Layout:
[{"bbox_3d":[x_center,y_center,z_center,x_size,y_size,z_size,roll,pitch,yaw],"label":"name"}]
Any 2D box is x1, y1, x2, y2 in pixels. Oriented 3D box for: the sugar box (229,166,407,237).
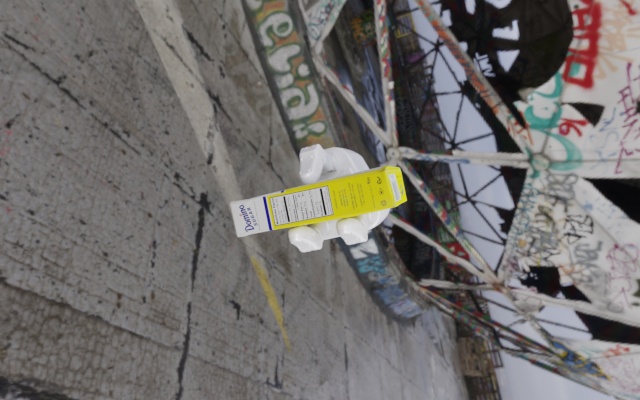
[{"bbox_3d":[0.000,0.002,0.528,0.176,0.048,0.093,-14,-1,18],"label":"sugar box"}]
